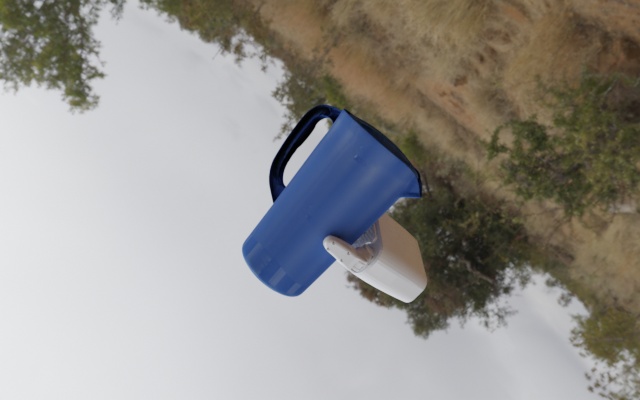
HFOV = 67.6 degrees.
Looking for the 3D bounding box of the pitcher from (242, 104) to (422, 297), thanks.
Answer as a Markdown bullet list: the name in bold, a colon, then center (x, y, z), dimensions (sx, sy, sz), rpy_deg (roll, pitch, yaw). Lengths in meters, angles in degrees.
- **pitcher**: center (0.000, 0.002, 0.637), dimensions (0.145, 0.243, 0.149), rpy_deg (34, 14, -29)
